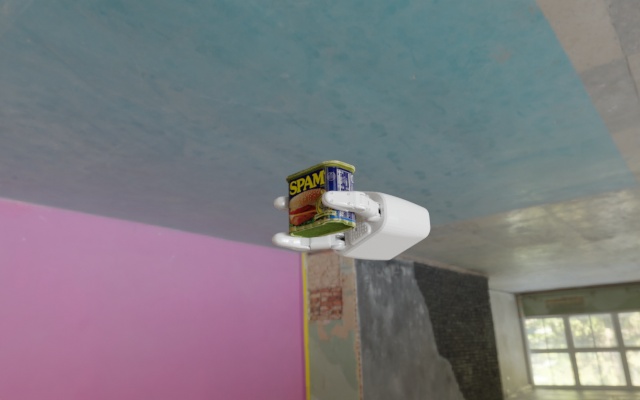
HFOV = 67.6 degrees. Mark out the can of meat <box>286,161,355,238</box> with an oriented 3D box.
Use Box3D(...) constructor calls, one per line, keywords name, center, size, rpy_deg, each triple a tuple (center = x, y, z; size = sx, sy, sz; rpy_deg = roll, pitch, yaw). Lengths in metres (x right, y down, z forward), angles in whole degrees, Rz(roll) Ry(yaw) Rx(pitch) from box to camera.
Box3D(name="can of meat", center=(0.000, 0.002, 0.655), size=(0.102, 0.084, 0.057), rpy_deg=(-18, -23, 42))
